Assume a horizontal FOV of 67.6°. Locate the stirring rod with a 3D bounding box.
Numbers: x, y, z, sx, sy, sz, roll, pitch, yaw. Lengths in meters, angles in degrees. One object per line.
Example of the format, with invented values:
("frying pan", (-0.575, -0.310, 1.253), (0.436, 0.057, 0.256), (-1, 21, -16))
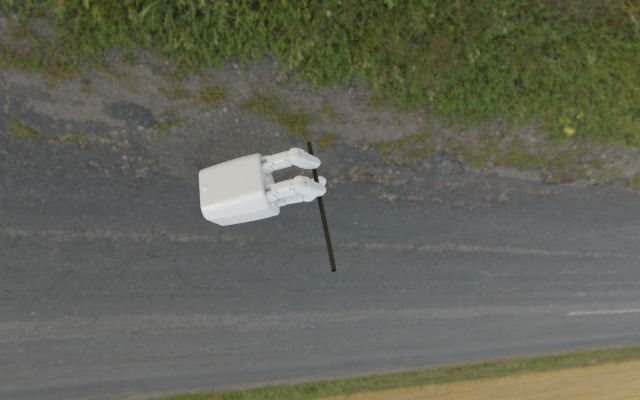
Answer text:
("stirring rod", (0.000, 0.002, 0.777), (0.011, 0.239, 0.011), (-9, -29, -5))
